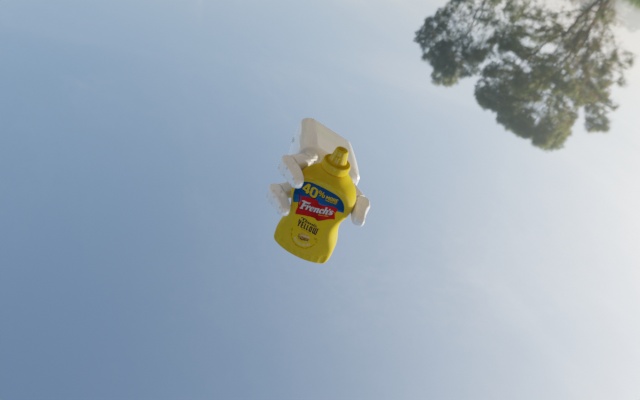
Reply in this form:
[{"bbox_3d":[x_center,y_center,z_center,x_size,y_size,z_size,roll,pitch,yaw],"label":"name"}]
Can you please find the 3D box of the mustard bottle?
[{"bbox_3d":[0.000,0.003,0.716,0.096,0.192,0.058,27,33,7],"label":"mustard bottle"}]
